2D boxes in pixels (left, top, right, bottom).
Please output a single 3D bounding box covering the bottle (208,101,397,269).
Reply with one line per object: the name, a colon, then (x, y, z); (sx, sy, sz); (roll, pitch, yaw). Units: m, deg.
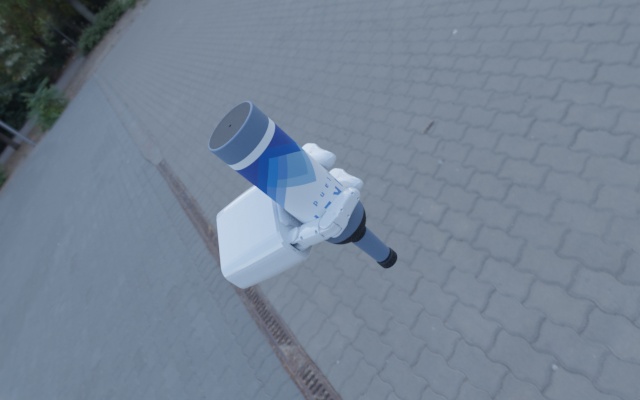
bottle: (0.000, 0.002, 0.574); (0.069, 0.069, 0.296); (0, -33, 50)
